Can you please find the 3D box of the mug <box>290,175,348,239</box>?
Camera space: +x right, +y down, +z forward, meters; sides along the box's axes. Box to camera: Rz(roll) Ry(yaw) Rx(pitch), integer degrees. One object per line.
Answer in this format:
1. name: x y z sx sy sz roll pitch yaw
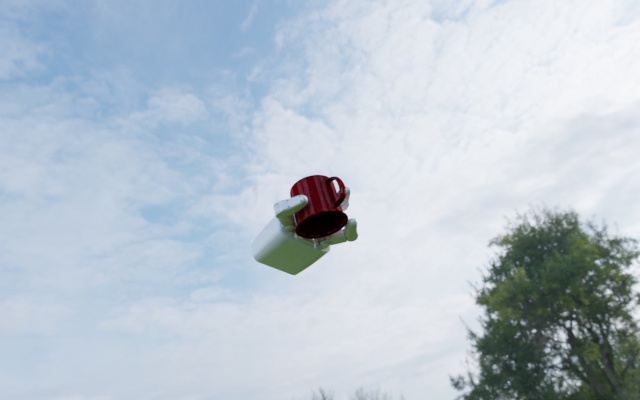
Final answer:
1. mug: 0.001 0.002 0.823 0.093 0.081 0.117 11 -40 -37
